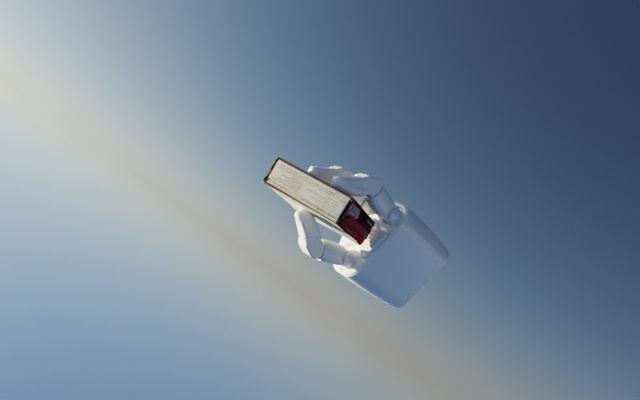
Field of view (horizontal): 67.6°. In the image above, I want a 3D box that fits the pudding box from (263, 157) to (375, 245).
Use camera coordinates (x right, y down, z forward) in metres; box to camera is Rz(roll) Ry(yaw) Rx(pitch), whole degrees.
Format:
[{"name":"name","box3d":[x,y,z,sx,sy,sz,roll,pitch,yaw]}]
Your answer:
[{"name":"pudding box","box3d":[0.000,0.002,0.555,0.113,0.039,0.090,27,-9,28]}]
